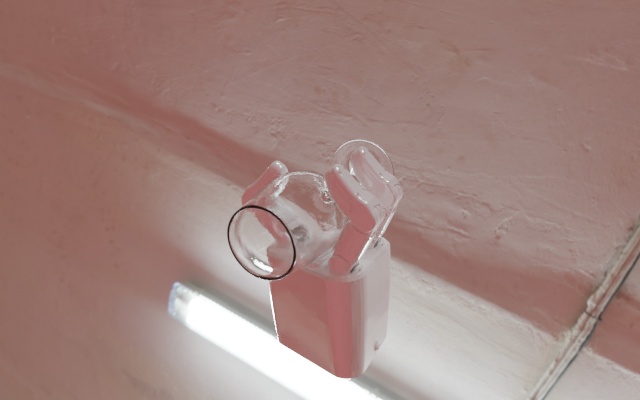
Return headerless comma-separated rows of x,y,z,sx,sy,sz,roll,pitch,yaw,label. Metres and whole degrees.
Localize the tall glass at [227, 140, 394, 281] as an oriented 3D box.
0.000,0.001,0.441,0.079,0.079,0.201,0,18,29,tall glass
